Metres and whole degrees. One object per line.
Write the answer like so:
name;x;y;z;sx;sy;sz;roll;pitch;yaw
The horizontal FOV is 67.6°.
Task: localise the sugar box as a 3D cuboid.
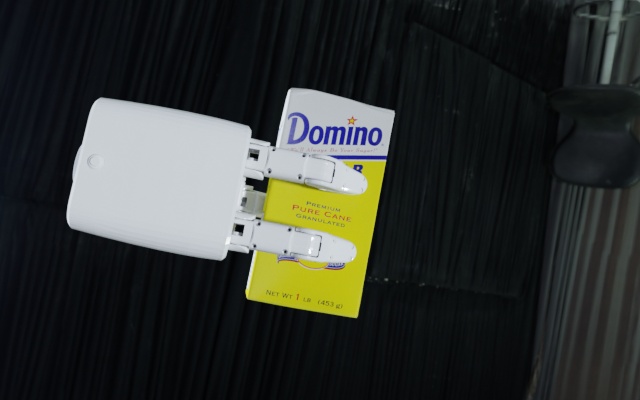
sugar box;0.000;0.001;0.402;0.093;0.176;0.048;11;-4;-9
